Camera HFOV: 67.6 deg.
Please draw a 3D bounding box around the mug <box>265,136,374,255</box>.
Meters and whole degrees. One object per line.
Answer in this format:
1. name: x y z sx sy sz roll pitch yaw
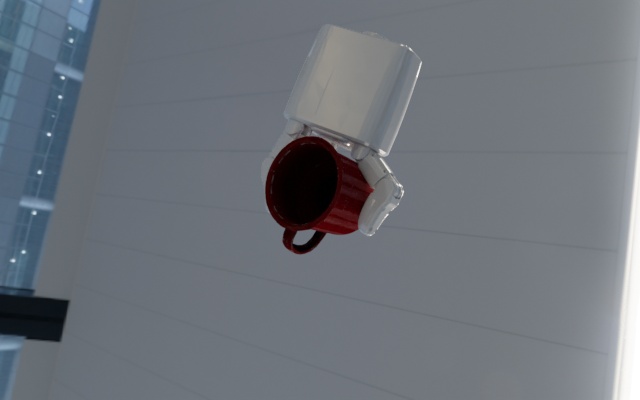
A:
1. mug: 0.000 0.003 0.488 0.093 0.117 0.081 25 4 37
